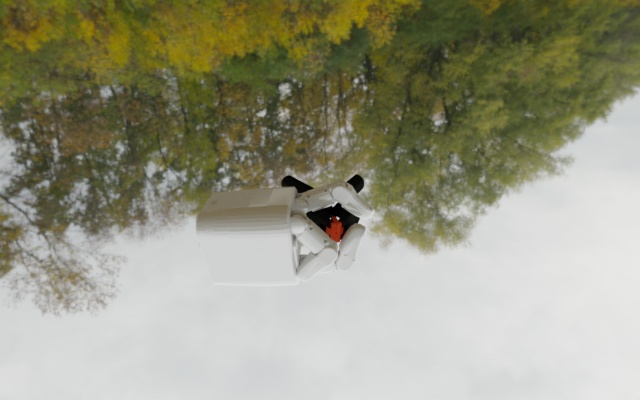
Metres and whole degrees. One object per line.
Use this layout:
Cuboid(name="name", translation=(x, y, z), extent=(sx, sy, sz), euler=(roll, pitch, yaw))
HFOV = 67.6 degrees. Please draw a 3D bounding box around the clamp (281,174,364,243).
Cuboid(name="clamp", translation=(0.000, 0.003, 0.638), extent=(0.120, 0.039, 0.171), euler=(-3, 22, 5))
